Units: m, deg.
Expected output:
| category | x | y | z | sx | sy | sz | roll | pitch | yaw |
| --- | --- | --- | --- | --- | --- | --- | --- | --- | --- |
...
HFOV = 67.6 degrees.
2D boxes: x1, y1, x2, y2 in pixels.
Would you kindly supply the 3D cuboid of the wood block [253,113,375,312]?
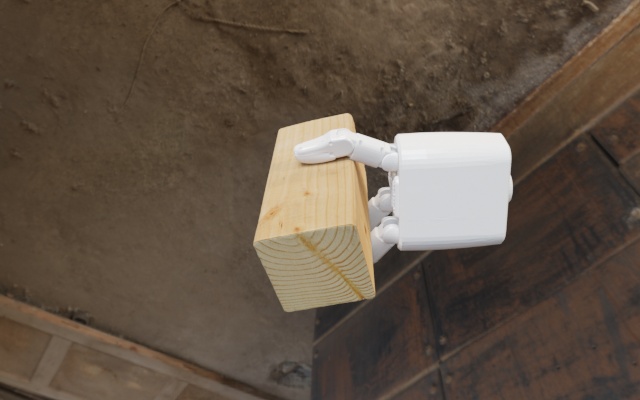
| category | x | y | z | sx | sy | sz | roll | pitch | yaw |
| --- | --- | --- | --- | --- | --- | --- | --- | --- | --- |
| wood block | 0.000 | 0.001 | 0.497 | 0.090 | 0.091 | 0.206 | -11 | 34 | 10 |
